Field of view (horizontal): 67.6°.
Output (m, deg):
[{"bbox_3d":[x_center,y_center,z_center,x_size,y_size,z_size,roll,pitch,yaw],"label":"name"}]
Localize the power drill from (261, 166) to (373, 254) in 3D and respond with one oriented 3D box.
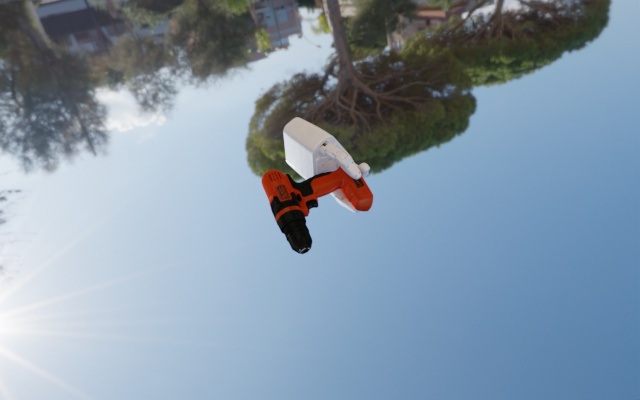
[{"bbox_3d":[0.000,0.003,0.892,0.187,0.184,0.057,-13,-33,-21],"label":"power drill"}]
